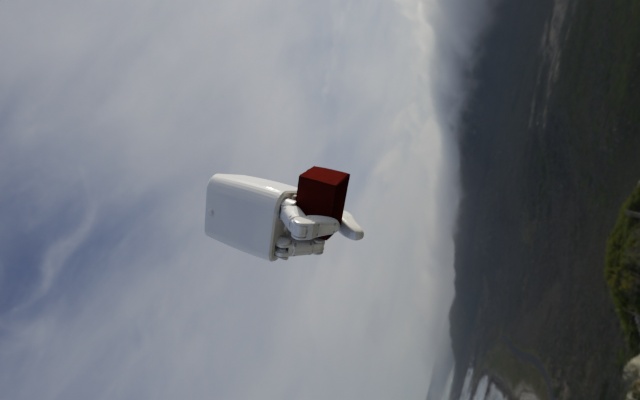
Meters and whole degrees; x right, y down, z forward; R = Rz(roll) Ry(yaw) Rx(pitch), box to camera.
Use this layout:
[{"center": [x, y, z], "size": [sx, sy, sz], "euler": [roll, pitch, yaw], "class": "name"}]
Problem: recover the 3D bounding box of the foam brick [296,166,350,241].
[{"center": [0.000, 0.002, 0.610], "size": [0.051, 0.078, 0.053], "euler": [17, 24, 18], "class": "foam brick"}]
